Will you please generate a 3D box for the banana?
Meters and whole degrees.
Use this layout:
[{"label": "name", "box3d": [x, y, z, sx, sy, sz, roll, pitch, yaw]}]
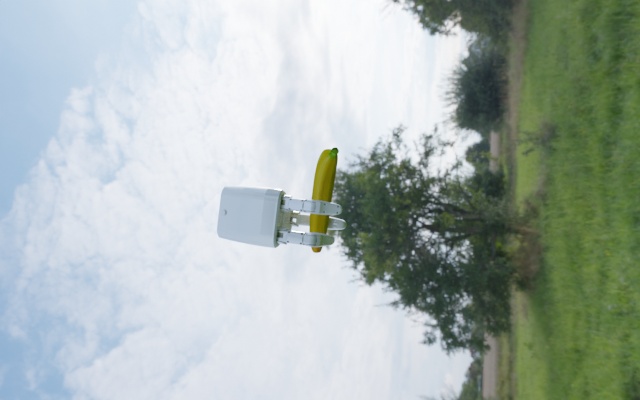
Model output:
[{"label": "banana", "box3d": [0.003, -0.008, 0.823, 0.037, 0.198, 0.069, 9, 25, 2]}]
